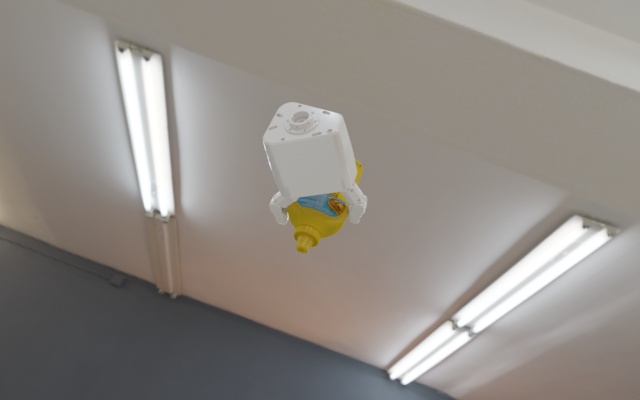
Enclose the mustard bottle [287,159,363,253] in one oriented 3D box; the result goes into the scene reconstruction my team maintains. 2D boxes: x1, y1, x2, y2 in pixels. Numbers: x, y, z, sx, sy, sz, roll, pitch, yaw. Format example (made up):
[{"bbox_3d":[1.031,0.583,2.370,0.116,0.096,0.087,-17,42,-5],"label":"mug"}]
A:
[{"bbox_3d":[0.000,0.003,0.769,0.096,0.191,0.058,21,-37,1],"label":"mustard bottle"}]
